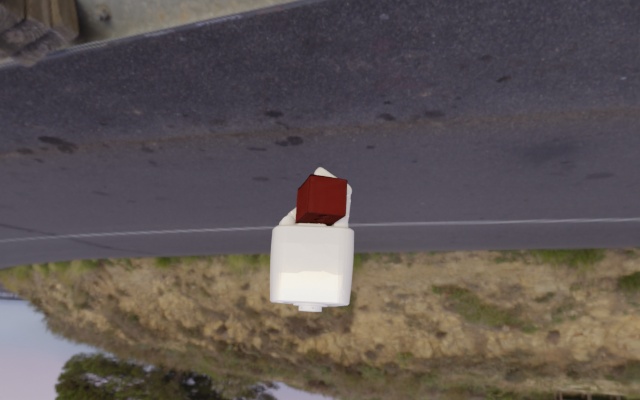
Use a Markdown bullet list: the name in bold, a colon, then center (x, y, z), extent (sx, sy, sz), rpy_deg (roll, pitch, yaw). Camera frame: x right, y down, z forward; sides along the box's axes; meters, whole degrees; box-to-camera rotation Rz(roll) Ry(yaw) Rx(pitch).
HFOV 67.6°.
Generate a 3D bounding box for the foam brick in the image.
- **foam brick**: center (0.000, 0.002, 0.647), extent (0.053, 0.051, 0.078), rpy_deg (7, -15, -13)
